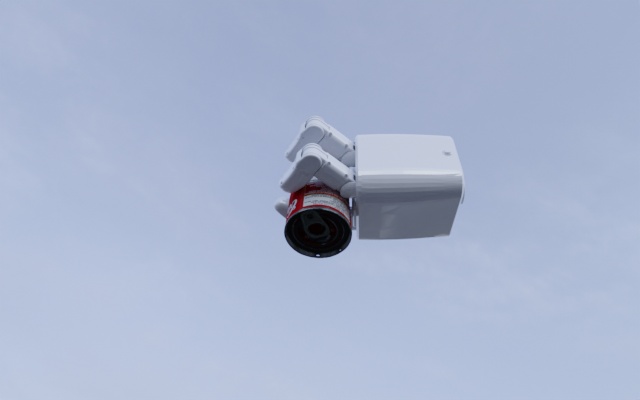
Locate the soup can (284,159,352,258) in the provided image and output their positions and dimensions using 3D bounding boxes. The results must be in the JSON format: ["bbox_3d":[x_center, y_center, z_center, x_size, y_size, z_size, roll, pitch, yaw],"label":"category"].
[{"bbox_3d":[0.000,0.002,0.512,0.068,0.069,0.102,0,40,4],"label":"soup can"}]
